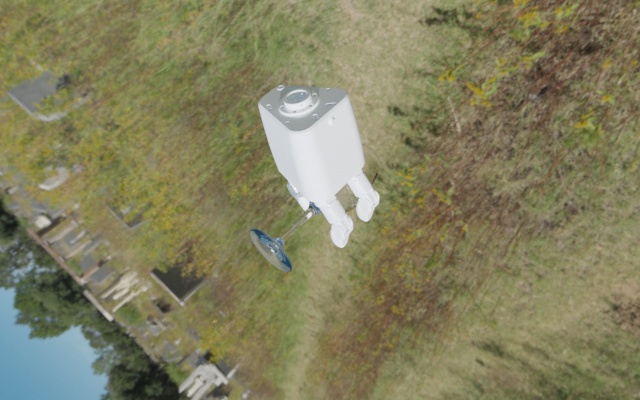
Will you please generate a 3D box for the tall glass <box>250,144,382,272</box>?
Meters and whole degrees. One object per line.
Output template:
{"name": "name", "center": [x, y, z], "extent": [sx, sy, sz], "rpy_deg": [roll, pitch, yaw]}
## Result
{"name": "tall glass", "center": [0.000, 0.003, 0.653], "extent": [0.201, 0.079, 0.079], "rpy_deg": [-44, 23, -26]}
